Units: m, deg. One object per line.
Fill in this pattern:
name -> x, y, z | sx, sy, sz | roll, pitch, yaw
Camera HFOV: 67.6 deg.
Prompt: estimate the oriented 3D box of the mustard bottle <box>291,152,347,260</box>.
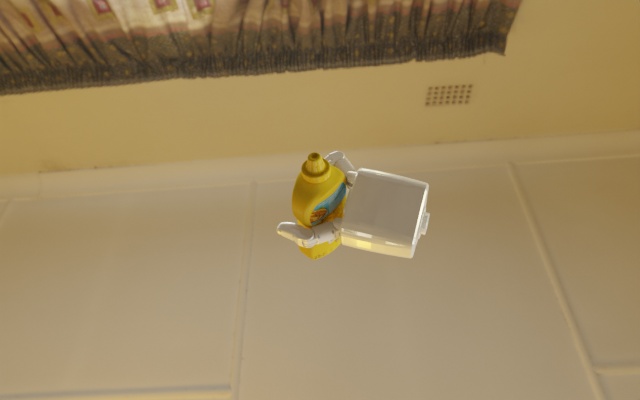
mustard bottle -> 0.000, 0.002, 0.715 | 0.058, 0.192, 0.096 | 34, 61, 29
